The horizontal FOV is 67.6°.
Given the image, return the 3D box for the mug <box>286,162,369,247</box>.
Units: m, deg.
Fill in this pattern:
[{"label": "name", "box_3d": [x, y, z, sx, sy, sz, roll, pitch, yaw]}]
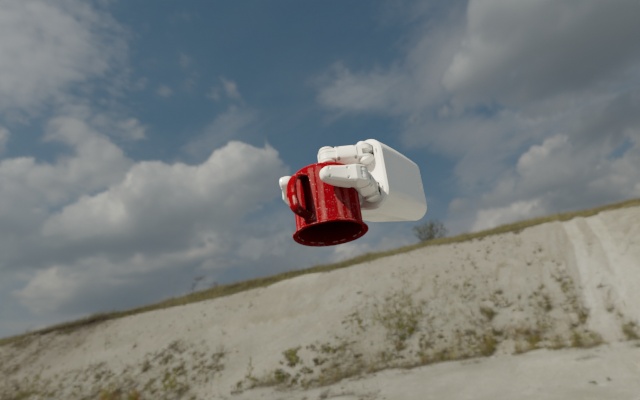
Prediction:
[{"label": "mug", "box_3d": [-0.001, 0.001, 0.588, 0.093, 0.081, 0.117, -25, -29, 35]}]
